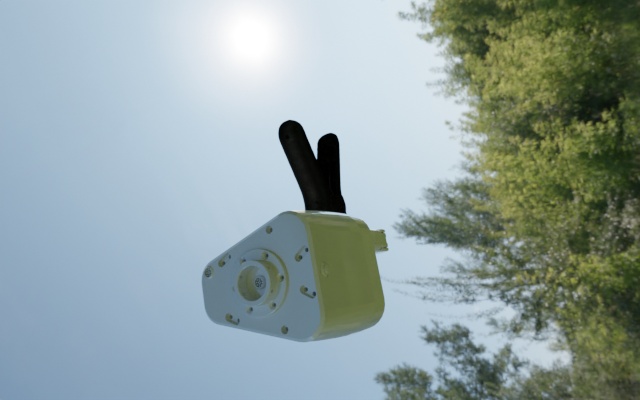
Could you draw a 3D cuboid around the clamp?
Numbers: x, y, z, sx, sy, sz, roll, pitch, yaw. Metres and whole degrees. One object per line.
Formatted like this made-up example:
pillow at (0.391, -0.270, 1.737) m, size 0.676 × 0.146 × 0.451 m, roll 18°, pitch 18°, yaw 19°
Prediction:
clamp at (0.000, 0.002, 0.472) m, size 0.039 × 0.171 × 0.120 m, roll -16°, pitch -13°, yaw 26°
